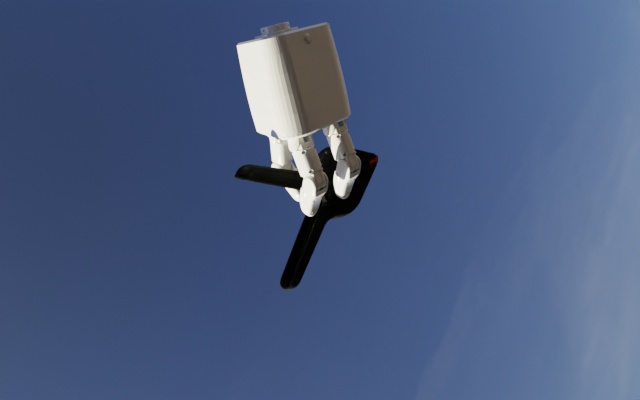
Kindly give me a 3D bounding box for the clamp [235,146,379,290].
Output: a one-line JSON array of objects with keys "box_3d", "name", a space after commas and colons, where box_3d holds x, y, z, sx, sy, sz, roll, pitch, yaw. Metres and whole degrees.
[{"box_3d": [0.000, 0.001, 0.601, 0.210, 0.165, 0.036, -29, 26, -36], "name": "clamp"}]
